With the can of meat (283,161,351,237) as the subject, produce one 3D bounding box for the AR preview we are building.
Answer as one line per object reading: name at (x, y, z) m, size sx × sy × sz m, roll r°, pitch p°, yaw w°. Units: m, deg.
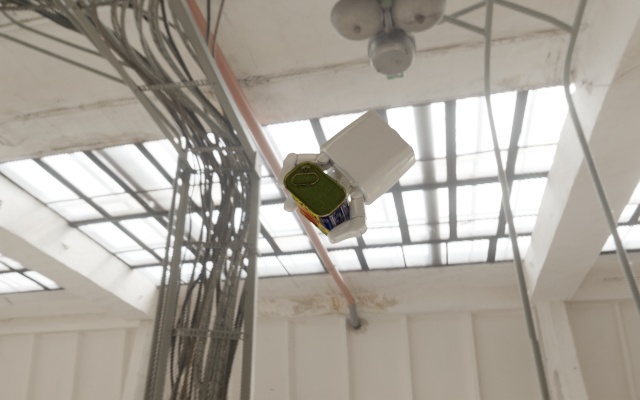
can of meat at (0.000, 0.003, 0.720) m, size 0.102 × 0.057 × 0.084 m, roll 41°, pitch -14°, yaw 32°
